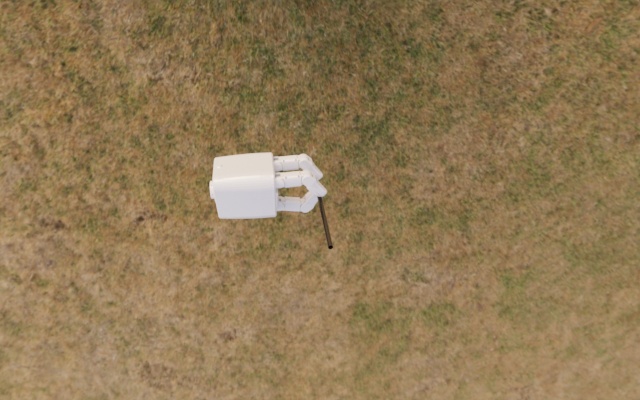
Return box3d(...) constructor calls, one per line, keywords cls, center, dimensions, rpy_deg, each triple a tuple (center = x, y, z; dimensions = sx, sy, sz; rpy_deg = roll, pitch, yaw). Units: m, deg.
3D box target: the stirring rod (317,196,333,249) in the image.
box3d(cls="stirring rod", center=(0.000, 0.003, 0.843), dimensions=(0.011, 0.011, 0.239), rpy_deg=(0, 36, -9))
